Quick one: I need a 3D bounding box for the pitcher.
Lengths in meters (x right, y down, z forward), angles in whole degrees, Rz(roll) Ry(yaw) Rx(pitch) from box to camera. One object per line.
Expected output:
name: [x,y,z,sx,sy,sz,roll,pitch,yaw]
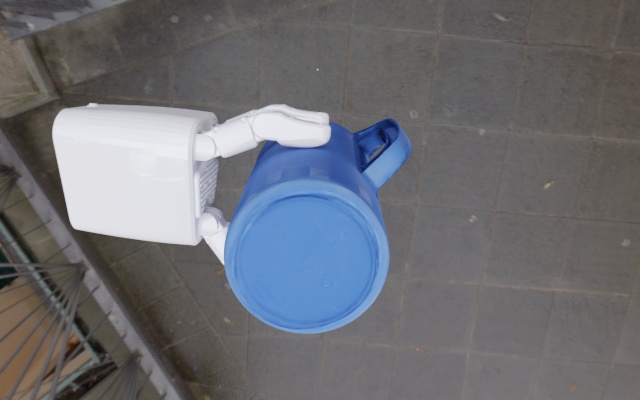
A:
pitcher: [0.000,0.001,0.413,0.145,0.149,0.242,9,15,-2]
